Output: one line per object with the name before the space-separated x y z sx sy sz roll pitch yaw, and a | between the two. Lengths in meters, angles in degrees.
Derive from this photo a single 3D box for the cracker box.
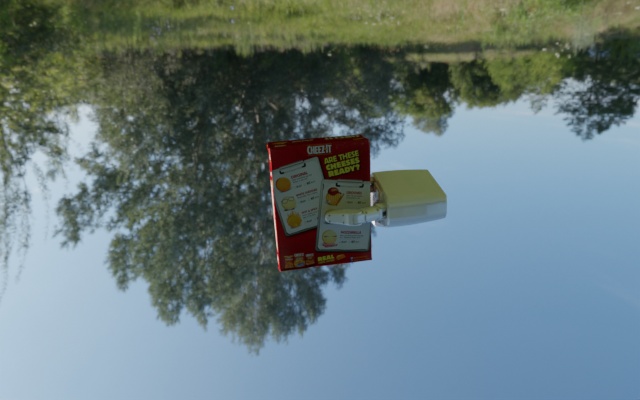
cracker box | 0.000 0.003 0.811 0.164 0.214 0.072 -6 17 -9
